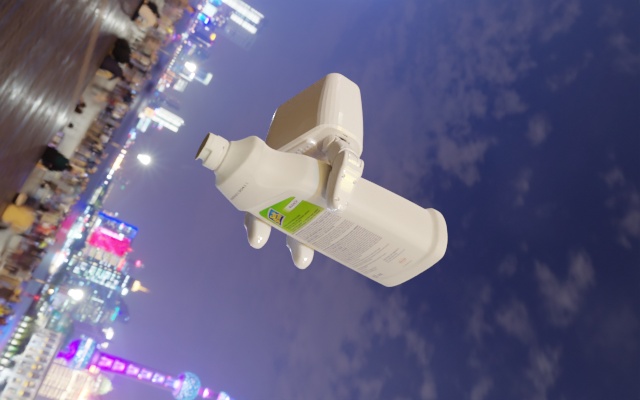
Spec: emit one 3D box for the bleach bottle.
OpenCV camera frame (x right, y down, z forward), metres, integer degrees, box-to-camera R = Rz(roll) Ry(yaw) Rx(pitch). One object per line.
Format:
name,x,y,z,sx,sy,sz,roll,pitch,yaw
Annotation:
bleach bottle,0.000,0.002,0.474,0.251,0.068,0.103,29,-47,-22
